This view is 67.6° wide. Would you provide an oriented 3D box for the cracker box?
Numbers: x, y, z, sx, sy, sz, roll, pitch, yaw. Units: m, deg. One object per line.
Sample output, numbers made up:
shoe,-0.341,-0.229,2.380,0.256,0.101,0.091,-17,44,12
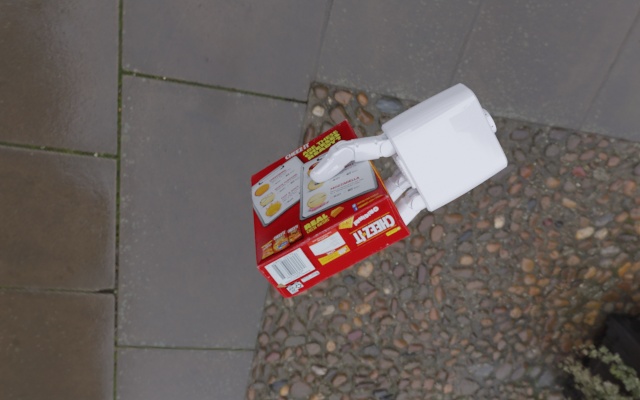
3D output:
cracker box,0.000,0.002,0.606,0.164,0.072,0.213,-30,31,8
